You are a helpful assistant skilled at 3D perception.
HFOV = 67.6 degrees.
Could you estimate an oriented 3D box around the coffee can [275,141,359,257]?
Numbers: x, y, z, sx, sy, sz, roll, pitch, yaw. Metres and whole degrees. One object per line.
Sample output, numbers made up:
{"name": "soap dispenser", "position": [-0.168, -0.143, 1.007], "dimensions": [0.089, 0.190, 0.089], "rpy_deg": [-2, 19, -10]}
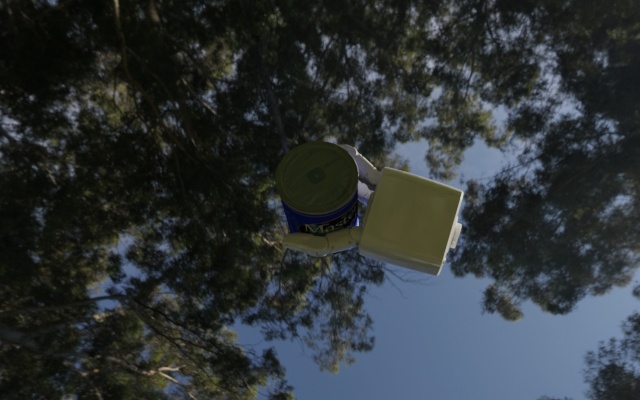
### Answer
{"name": "coffee can", "position": [0.000, 0.002, 0.641], "dimensions": [0.103, 0.102, 0.140], "rpy_deg": [0, -28, 4]}
